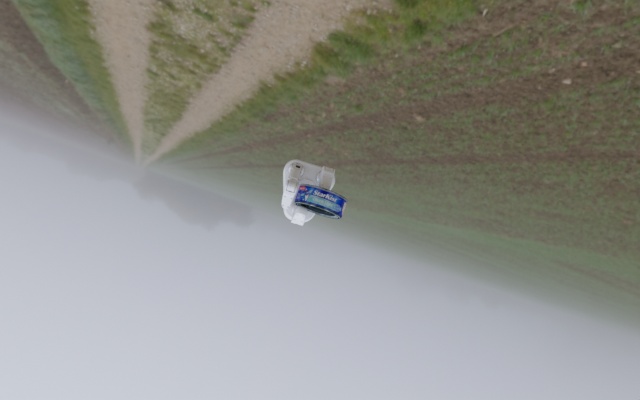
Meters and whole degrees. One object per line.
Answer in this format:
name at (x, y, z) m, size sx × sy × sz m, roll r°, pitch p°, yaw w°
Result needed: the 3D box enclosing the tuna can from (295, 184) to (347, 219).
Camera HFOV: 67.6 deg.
tuna can at (0.000, 0.003, 0.809) m, size 0.086 × 0.033 × 0.086 m, roll 18°, pitch -9°, yaw 3°
